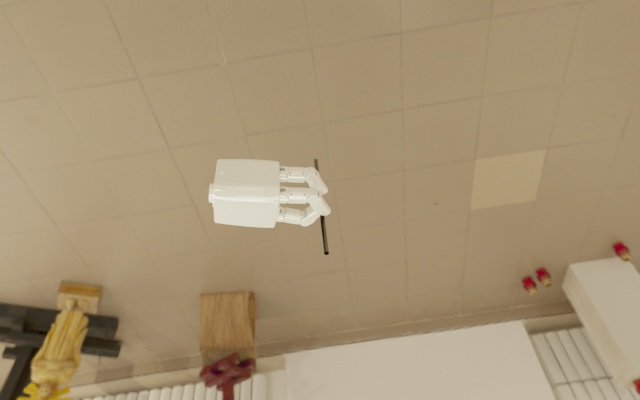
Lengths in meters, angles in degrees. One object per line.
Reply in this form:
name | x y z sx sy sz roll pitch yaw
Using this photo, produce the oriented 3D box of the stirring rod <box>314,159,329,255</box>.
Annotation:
stirring rod | 0.000 0.003 0.845 0.011 0.011 0.239 0 42 -6
